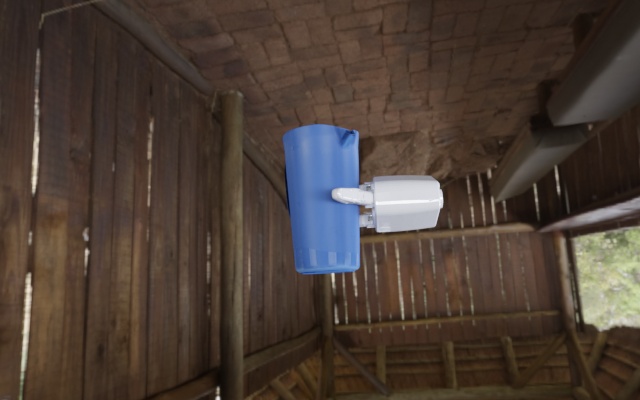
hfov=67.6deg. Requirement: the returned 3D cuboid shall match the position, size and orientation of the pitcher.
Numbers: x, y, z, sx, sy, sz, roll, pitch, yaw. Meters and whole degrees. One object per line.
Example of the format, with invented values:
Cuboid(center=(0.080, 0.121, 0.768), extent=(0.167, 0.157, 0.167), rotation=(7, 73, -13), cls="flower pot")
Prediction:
Cuboid(center=(0.000, 0.003, 0.822), extent=(0.145, 0.242, 0.149), rotation=(-4, -10, 6), cls="pitcher")
